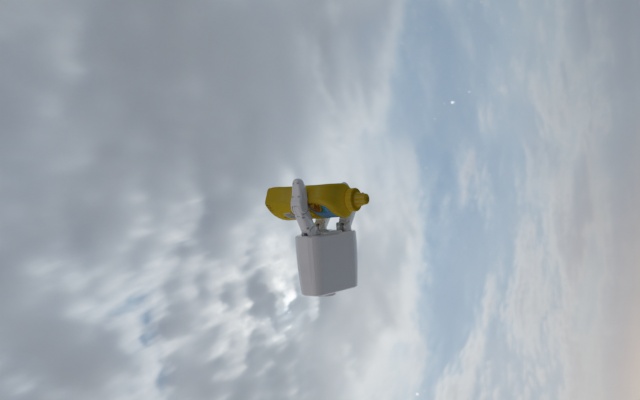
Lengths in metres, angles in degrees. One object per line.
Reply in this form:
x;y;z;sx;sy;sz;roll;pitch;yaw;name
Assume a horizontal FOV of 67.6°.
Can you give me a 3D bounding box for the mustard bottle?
0.000;0.002;0.857;0.191;0.058;0.096;-3;-23;35;mustard bottle
